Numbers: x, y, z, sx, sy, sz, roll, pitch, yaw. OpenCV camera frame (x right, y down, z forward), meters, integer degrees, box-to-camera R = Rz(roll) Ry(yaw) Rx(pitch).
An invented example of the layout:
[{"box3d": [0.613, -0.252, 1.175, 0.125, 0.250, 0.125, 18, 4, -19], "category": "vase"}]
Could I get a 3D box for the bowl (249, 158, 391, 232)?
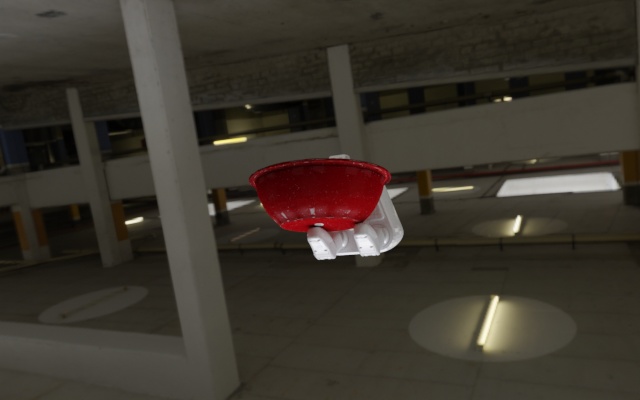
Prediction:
[{"box3d": [-0.001, 0.002, 0.540, 0.162, 0.055, 0.162, -1, -13, 0], "category": "bowl"}]
